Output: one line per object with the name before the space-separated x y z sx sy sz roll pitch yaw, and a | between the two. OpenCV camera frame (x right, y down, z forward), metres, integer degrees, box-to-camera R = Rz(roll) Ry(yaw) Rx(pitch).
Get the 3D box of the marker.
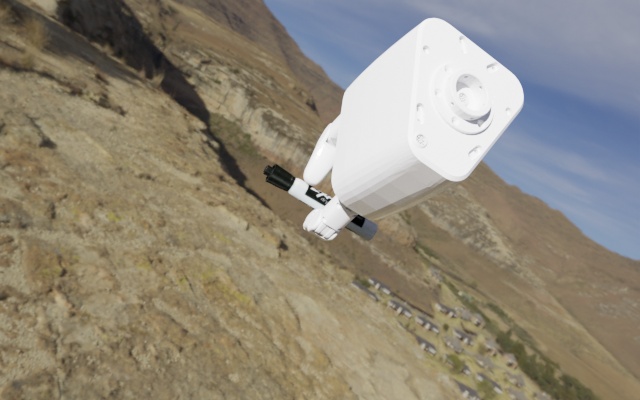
marker | 0.000 0.001 0.449 0.121 0.020 0.020 31 -8 -14
